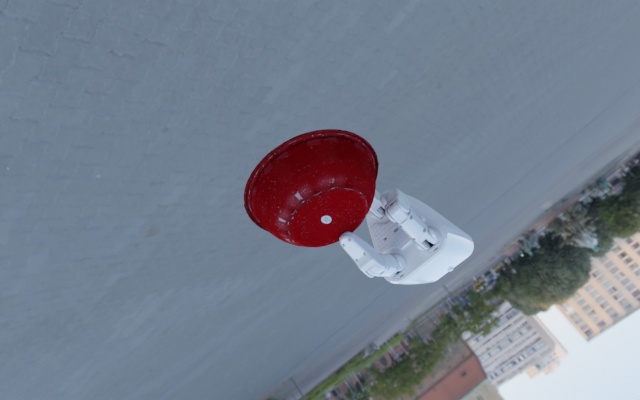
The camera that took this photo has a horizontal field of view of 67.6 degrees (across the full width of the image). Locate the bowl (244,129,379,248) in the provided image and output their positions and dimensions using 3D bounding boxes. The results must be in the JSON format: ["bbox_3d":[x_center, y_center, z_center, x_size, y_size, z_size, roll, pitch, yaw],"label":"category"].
[{"bbox_3d":[-0.001,0.002,0.528,0.162,0.162,0.055,0,43,-27],"label":"bowl"}]
